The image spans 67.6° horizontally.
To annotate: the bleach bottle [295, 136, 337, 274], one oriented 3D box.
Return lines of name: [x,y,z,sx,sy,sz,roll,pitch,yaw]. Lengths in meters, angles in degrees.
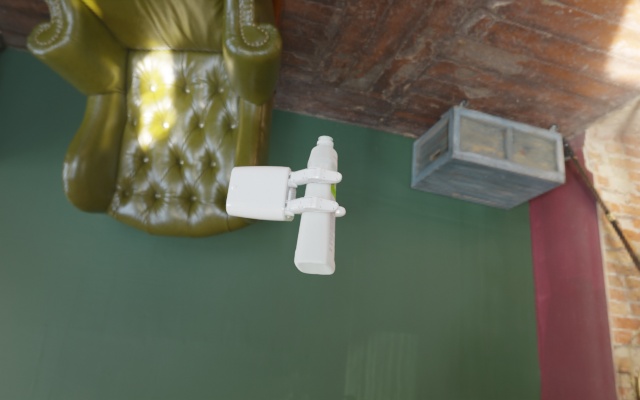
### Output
bleach bottle: [0.000,0.003,0.883,0.068,0.250,0.103,2,-20,8]
